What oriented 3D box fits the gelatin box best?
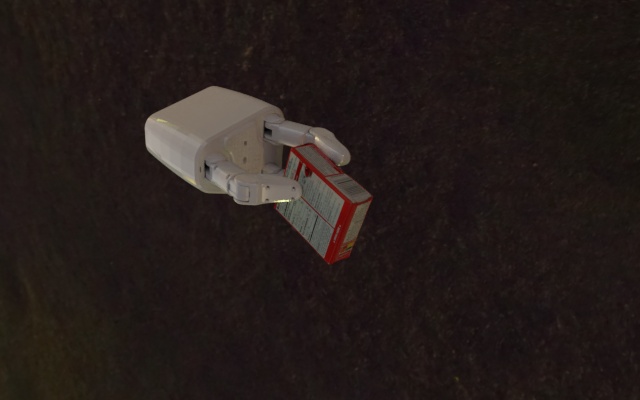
[{"bbox_3d":[0.000,0.002,0.437,0.030,0.073,0.089,-17,48,-39],"label":"gelatin box"}]
